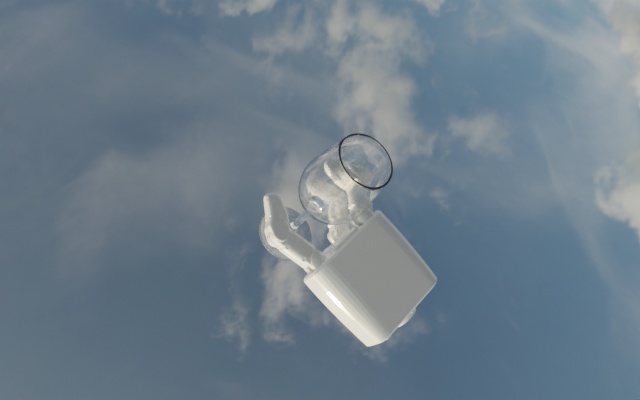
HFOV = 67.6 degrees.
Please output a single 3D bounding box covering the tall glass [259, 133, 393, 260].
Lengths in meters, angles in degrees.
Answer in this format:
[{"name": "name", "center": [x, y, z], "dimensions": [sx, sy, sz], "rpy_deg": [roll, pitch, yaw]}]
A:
[{"name": "tall glass", "center": [0.000, 0.002, 0.540], "dimensions": [0.079, 0.079, 0.201], "rpy_deg": [0, -24, -29]}]
